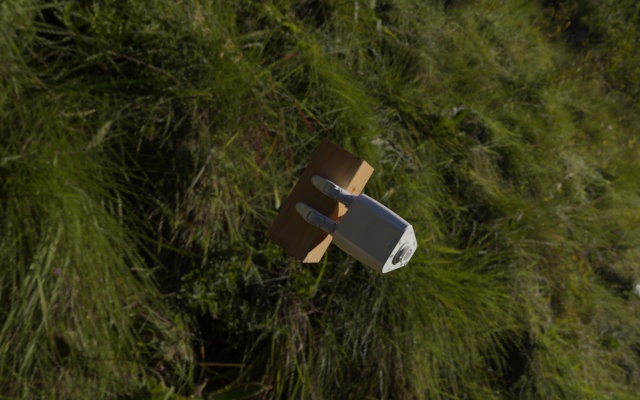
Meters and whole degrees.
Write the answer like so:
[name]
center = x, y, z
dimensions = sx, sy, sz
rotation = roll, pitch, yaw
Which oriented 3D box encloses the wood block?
[wood block]
center = 0.001, 0.003, 0.875
dimensions = 0.090, 0.206, 0.091
rotation = 32, 4, 19
